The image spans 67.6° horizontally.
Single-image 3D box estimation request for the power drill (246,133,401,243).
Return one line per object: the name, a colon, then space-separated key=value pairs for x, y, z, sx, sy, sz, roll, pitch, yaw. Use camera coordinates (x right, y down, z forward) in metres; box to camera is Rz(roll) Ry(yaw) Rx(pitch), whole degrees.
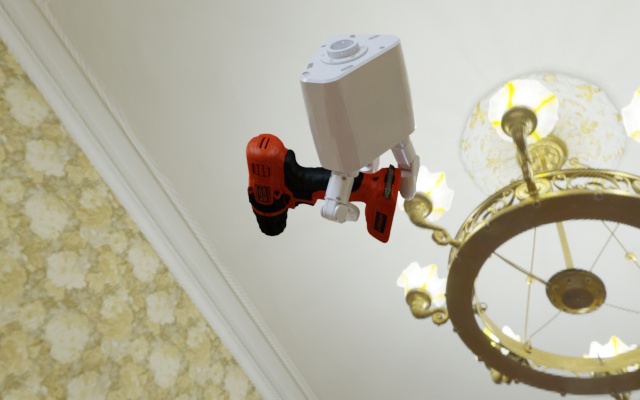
power drill: x=0.001 y=0.002 z=0.603 sx=0.187 sy=0.057 sz=0.185 roll=9 pitch=-34 yaw=5
